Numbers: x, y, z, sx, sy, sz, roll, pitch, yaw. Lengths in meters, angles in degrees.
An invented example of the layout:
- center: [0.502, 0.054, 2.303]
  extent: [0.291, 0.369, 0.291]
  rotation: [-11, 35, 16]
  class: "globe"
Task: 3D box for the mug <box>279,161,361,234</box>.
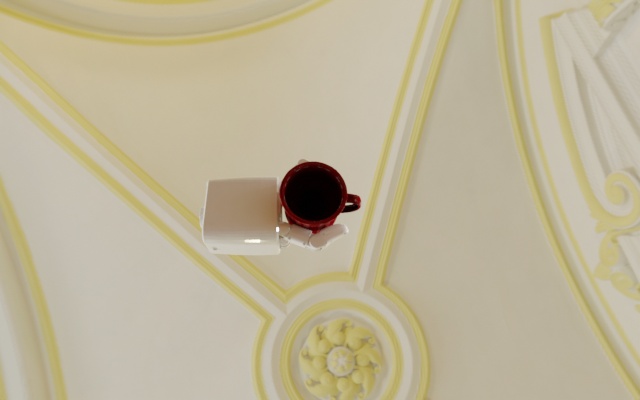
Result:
- center: [0.002, 0.002, 0.689]
  extent: [0.117, 0.093, 0.081]
  rotation: [1, -19, -3]
  class: "mug"
